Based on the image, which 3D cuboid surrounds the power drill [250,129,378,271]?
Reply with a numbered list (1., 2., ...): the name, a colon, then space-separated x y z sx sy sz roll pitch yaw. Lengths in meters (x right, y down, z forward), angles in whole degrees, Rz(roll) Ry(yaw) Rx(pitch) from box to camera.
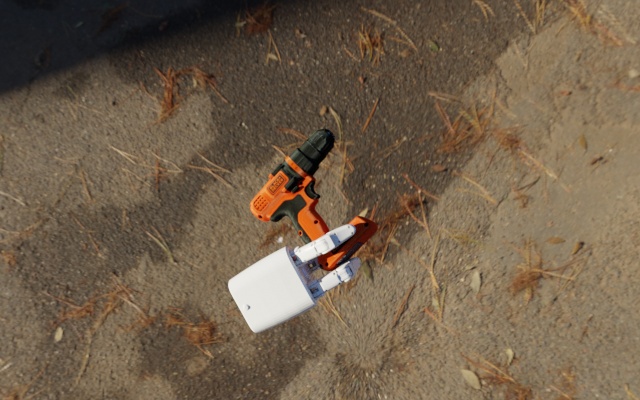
1. power drill: 0.000 0.003 0.753 0.187 0.184 0.057 46 11 22
